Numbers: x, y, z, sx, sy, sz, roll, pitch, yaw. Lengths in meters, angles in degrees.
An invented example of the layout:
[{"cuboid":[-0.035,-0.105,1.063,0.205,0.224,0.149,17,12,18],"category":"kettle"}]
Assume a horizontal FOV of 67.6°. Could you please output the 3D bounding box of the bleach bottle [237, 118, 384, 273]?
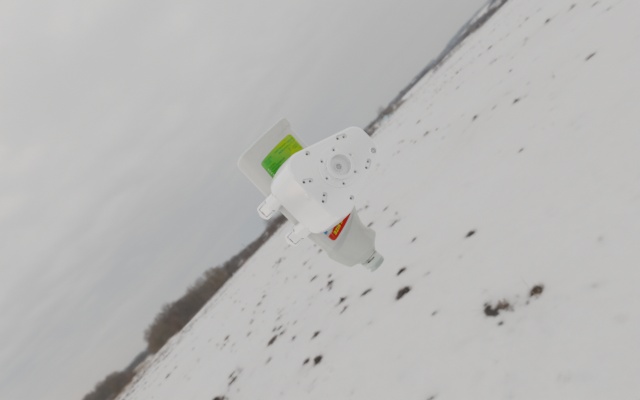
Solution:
[{"cuboid":[0.000,0.002,0.699,0.102,0.251,0.068,-46,2,-19],"category":"bleach bottle"}]
